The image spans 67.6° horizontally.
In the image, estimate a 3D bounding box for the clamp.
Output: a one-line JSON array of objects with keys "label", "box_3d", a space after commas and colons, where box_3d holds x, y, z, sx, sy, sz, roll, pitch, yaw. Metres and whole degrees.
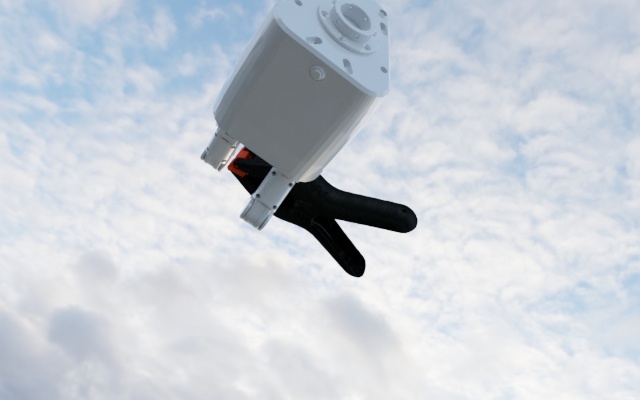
[{"label": "clamp", "box_3d": [0.000, 0.001, 0.429, 0.171, 0.039, 0.120, 35, -43, -10]}]
